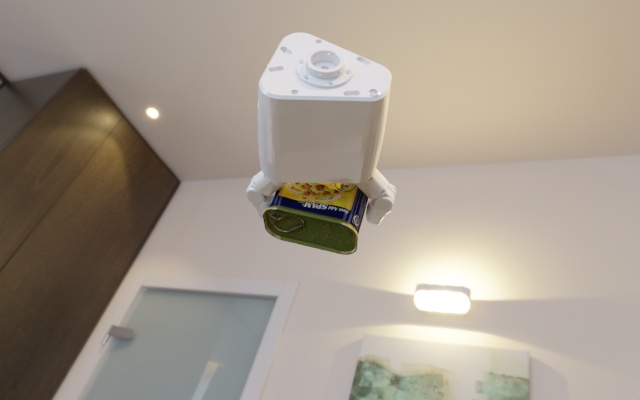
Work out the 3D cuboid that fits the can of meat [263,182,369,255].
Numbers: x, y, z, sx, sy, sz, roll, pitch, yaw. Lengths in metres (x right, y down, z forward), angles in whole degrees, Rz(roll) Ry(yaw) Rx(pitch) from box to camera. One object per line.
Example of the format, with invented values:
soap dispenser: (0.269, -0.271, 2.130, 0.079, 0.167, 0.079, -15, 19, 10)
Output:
can of meat: (0.000, 0.002, 0.517, 0.102, 0.084, 0.057, 12, -36, 11)
